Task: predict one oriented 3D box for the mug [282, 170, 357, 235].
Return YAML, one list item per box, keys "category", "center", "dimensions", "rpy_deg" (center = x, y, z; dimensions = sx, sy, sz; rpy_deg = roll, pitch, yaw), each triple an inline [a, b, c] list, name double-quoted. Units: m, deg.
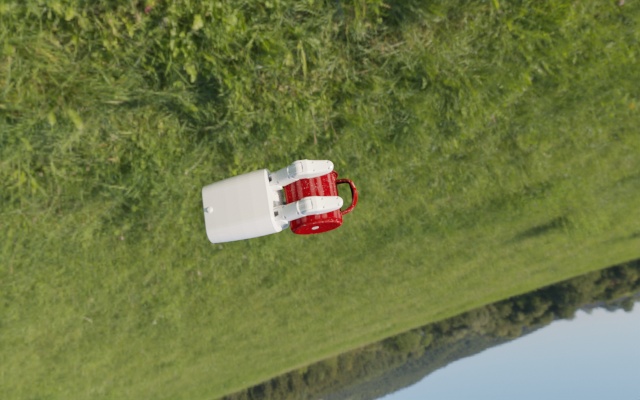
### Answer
- category: "mug"
  center: [0.002, 0.002, 0.738]
  dimensions: [0.117, 0.081, 0.093]
  rpy_deg: [-13, -15, 10]
